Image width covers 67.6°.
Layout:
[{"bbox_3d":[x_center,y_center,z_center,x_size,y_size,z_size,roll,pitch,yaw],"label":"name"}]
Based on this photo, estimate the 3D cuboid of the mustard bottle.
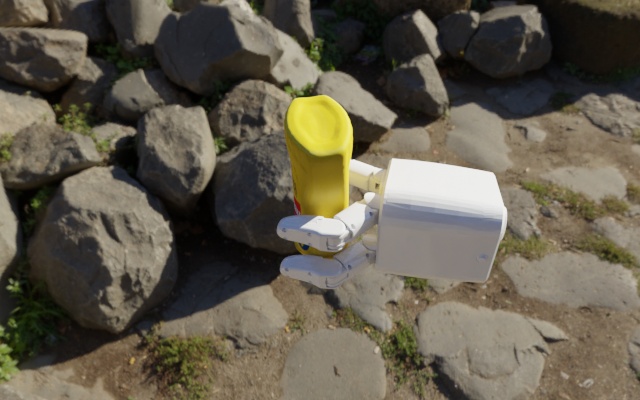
[{"bbox_3d":[0.000,0.001,0.472,0.058,0.192,0.096,-9,43,-8],"label":"mustard bottle"}]
